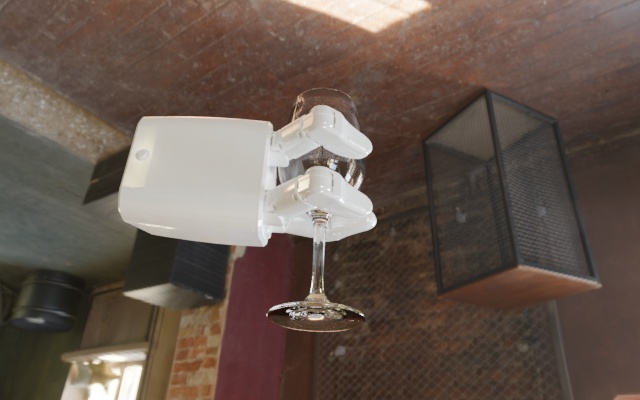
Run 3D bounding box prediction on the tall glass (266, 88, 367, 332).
[{"bbox_3d":[0.000,0.002,0.403,0.079,0.201,0.079,2,-29,1],"label":"tall glass"}]
